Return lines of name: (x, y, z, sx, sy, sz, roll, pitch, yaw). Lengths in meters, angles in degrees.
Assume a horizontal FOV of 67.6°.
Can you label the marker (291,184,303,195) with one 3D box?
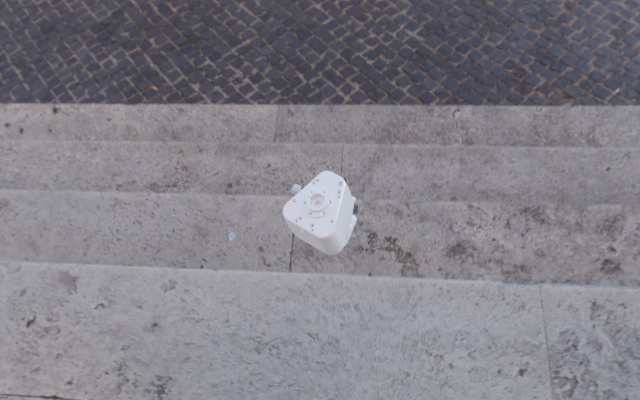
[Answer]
marker: (0.000, 0.003, 0.895, 0.121, 0.020, 0.020, 27, 8, 17)
